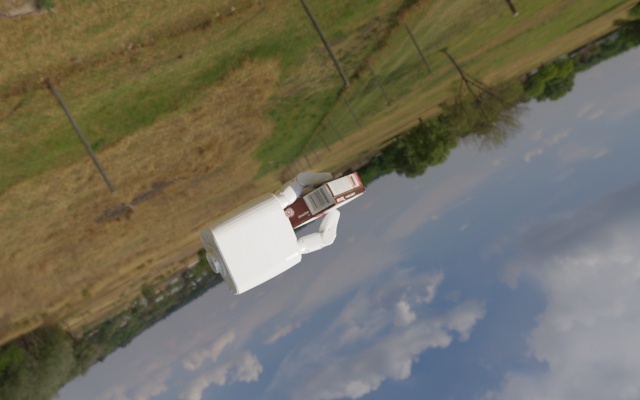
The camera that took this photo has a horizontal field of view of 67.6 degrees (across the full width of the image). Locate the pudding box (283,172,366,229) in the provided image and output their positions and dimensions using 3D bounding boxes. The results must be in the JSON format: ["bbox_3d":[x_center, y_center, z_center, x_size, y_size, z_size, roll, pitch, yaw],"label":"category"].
[{"bbox_3d":[0.000,0.003,0.731,0.113,0.039,0.090,-28,-2,37],"label":"pudding box"}]
